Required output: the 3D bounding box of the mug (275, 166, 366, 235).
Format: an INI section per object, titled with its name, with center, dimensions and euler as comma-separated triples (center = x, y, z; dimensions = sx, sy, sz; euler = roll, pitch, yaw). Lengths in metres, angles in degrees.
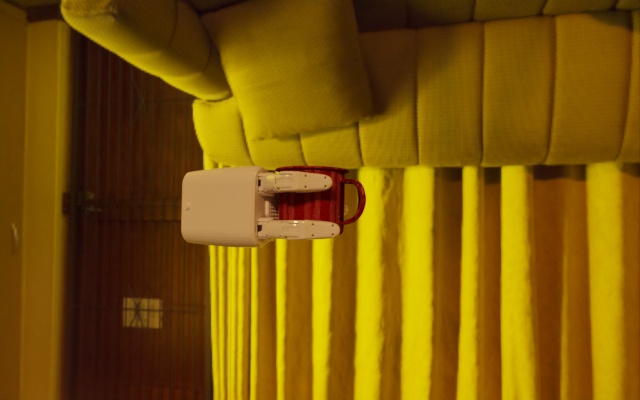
[mug]
center = 0.001, 0.002, 0.593
dimensions = 0.117, 0.081, 0.093
euler = 0, -2, 21
